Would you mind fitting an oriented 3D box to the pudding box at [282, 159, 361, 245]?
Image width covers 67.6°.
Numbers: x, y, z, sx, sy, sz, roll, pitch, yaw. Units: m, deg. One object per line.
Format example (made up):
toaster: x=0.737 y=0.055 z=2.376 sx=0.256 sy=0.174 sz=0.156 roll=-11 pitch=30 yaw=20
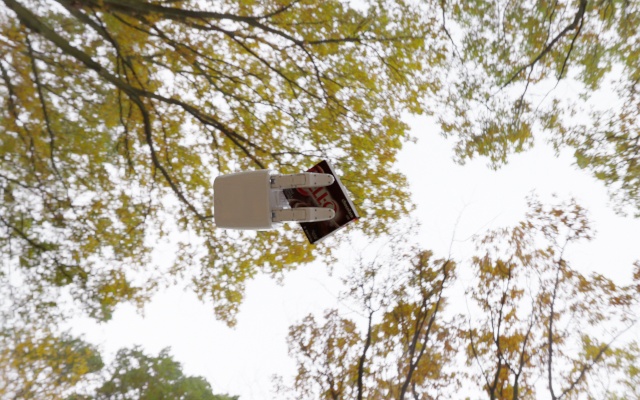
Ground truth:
pudding box: x=0.000 y=0.003 z=0.785 sx=0.090 sy=0.113 sz=0.039 roll=-32 pitch=-10 yaw=14
